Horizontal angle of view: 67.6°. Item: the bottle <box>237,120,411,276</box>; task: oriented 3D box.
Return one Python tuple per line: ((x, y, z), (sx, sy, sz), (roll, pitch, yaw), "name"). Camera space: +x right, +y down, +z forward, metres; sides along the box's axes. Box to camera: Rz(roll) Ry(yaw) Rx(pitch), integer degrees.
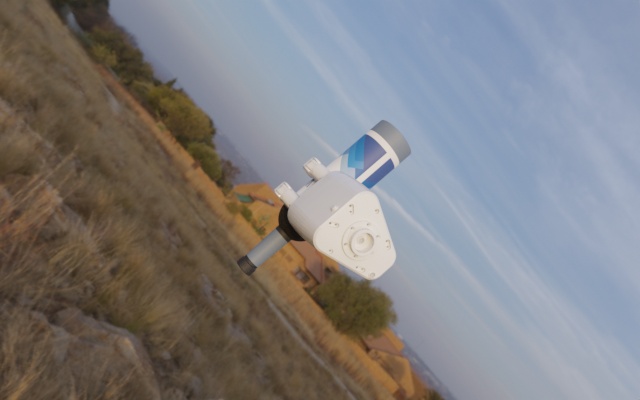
((0.000, 0.002, 0.693), (0.295, 0.069, 0.069), (-41, 4, -4), "bottle")
